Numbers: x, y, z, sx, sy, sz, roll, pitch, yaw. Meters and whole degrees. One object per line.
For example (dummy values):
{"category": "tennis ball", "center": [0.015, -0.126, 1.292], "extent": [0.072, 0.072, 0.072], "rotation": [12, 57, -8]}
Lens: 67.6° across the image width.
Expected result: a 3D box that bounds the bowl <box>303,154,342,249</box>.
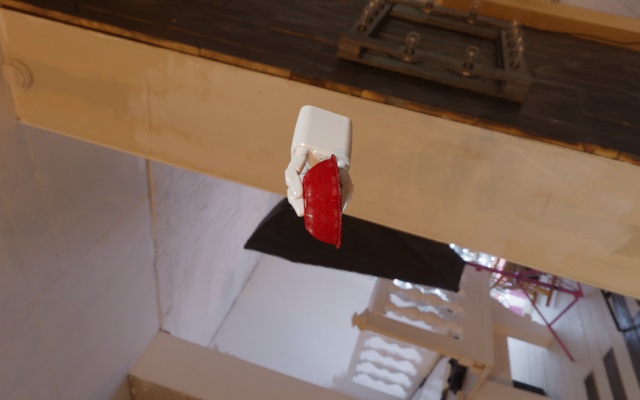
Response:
{"category": "bowl", "center": [0.000, 0.004, 0.811], "extent": [0.055, 0.162, 0.162], "rotation": [-3, 0, -5]}
